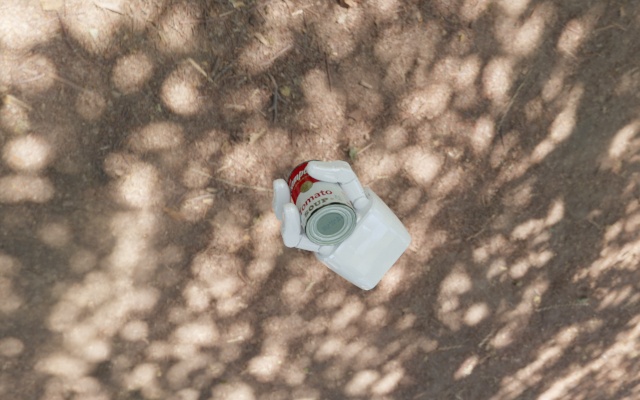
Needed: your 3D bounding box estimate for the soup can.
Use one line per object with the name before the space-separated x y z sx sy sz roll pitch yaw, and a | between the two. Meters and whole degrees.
soup can | 0.000 0.002 0.616 0.068 0.068 0.102 0 35 -19
